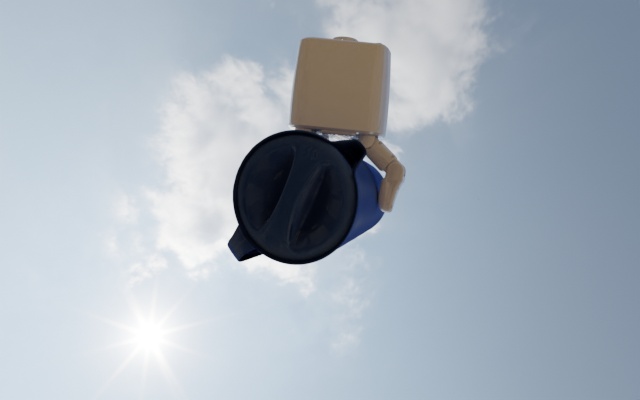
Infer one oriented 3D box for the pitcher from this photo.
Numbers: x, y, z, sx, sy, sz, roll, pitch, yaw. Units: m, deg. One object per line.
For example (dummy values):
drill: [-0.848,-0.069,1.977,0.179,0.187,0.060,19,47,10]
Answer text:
pitcher: [0.000,0.002,0.578,0.149,0.145,0.243,6,2,18]
